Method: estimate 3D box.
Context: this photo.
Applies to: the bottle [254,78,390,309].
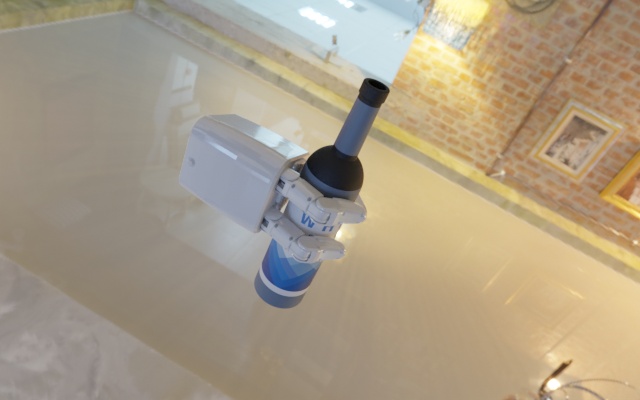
[{"bbox_3d":[0.000,0.002,0.530,0.069,0.296,0.069,17,35,-12],"label":"bottle"}]
